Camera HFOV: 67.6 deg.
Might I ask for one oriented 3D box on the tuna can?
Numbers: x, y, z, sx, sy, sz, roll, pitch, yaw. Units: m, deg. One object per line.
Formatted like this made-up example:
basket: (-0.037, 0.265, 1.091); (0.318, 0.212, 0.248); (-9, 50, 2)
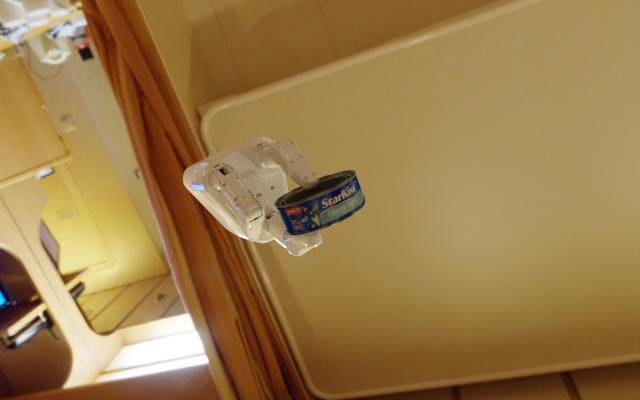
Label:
tuna can: (0.000, 0.002, 0.471); (0.086, 0.034, 0.086); (-21, 11, 4)
